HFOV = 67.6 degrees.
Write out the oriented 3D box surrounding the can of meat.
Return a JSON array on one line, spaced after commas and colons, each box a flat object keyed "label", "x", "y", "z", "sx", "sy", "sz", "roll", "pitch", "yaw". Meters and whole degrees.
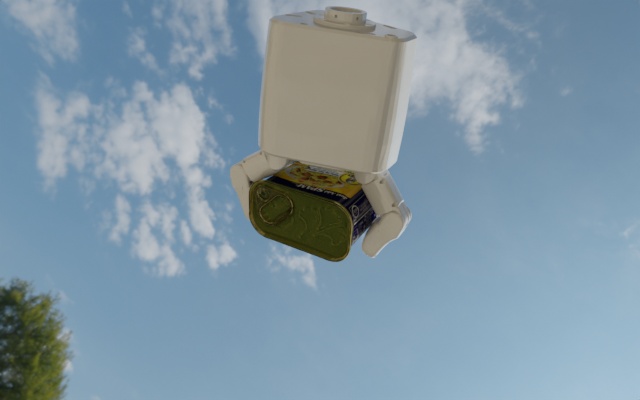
[{"label": "can of meat", "x": 0.000, "y": 0.001, "z": 0.437, "sx": 0.102, "sy": 0.057, "sz": 0.084, "roll": 17, "pitch": 31, "yaw": 24}]
